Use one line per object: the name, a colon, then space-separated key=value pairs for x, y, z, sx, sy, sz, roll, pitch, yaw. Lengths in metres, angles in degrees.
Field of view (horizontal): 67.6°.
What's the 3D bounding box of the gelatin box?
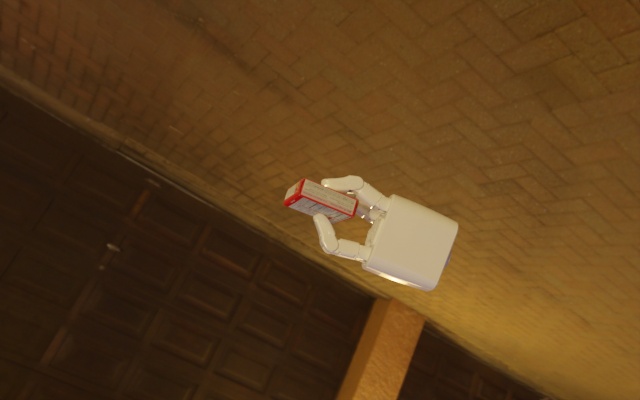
gelatin box: x=0.000 y=0.003 z=0.689 sx=0.089 sy=0.030 sz=0.073 roll=21 pitch=-18 yaw=-16
